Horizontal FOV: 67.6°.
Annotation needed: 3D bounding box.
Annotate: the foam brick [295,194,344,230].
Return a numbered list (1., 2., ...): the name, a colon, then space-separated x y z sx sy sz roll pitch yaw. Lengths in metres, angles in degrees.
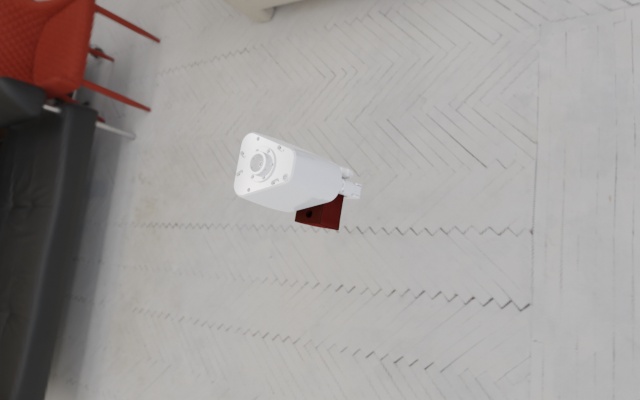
1. foam brick: 0.000 0.003 0.739 0.053 0.078 0.051 4 -8 37
